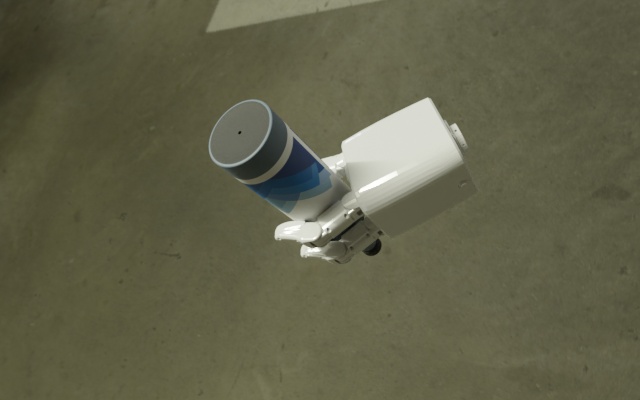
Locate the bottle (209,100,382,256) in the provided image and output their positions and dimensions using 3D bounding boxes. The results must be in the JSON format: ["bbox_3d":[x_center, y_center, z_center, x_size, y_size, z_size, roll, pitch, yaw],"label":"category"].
[{"bbox_3d":[0.000,0.002,0.520,0.069,0.069,0.296,0,-24,31],"label":"bottle"}]
